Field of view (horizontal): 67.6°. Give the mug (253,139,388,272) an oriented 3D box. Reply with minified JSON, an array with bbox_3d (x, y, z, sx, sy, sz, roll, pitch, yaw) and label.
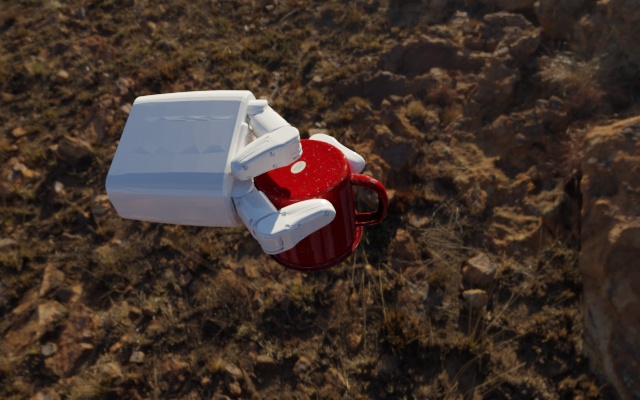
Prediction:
[{"bbox_3d":[0.001,0.001,0.415,0.117,0.093,0.082,1,-44,10],"label":"mug"}]
